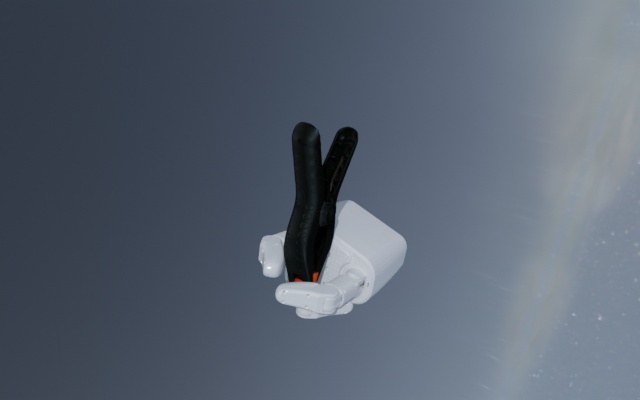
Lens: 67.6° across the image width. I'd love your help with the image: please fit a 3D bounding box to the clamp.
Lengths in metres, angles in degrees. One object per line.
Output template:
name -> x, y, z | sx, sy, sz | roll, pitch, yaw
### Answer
clamp -> 0.001, 0.002, 0.477 | 0.039, 0.171, 0.120 | 20, 22, 27
